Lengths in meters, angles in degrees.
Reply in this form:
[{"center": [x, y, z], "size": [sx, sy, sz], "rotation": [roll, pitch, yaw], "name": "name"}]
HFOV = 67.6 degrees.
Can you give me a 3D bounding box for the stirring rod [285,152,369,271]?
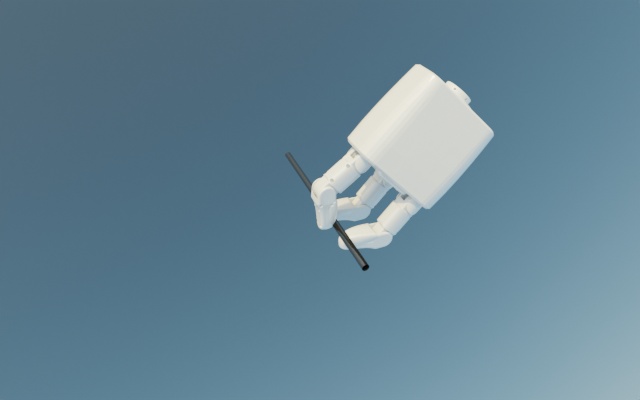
[{"center": [0.000, 0.002, 0.561], "size": [0.011, 0.011, 0.239], "rotation": [0, 32, -26], "name": "stirring rod"}]
